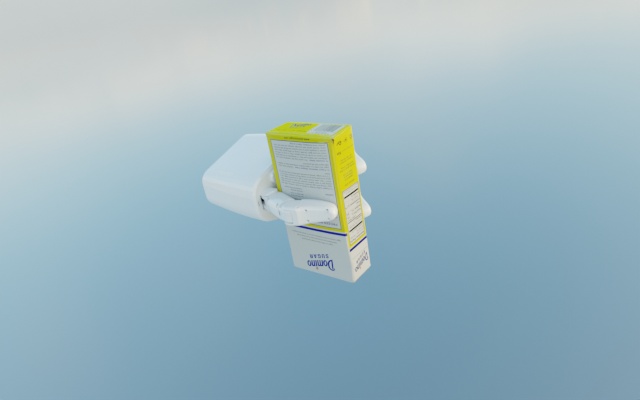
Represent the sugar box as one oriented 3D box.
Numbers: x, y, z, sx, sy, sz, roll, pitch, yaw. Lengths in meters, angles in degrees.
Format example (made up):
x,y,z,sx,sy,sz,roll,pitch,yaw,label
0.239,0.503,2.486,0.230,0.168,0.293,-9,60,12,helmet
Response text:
x,y,z,sx,sy,sz,roll,pitch,yaw,label
0.000,0.001,0.546,0.093,0.176,0.048,10,34,36,sugar box
